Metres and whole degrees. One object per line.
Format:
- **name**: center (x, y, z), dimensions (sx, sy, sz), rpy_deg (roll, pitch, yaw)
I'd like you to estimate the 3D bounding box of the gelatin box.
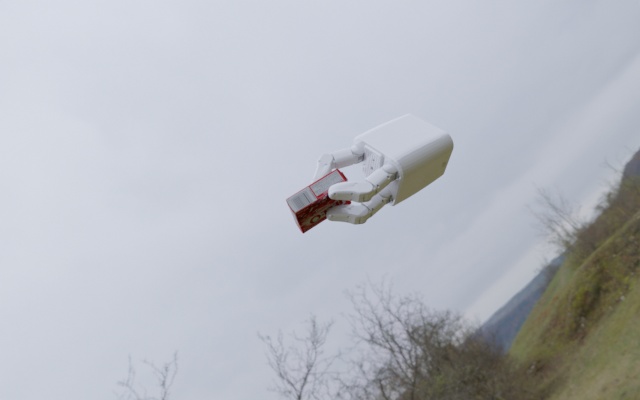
- **gelatin box**: center (0.000, 0.002, 0.688), dimensions (0.089, 0.030, 0.073), rpy_deg (-31, -26, -8)
